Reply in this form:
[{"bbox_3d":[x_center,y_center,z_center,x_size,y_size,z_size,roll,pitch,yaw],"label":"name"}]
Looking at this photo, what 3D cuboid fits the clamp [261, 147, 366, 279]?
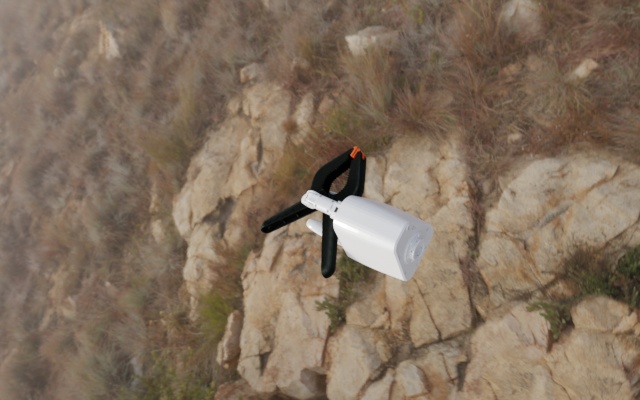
[{"bbox_3d":[0.000,0.002,0.779,0.164,0.210,0.036,23,-9,34],"label":"clamp"}]
